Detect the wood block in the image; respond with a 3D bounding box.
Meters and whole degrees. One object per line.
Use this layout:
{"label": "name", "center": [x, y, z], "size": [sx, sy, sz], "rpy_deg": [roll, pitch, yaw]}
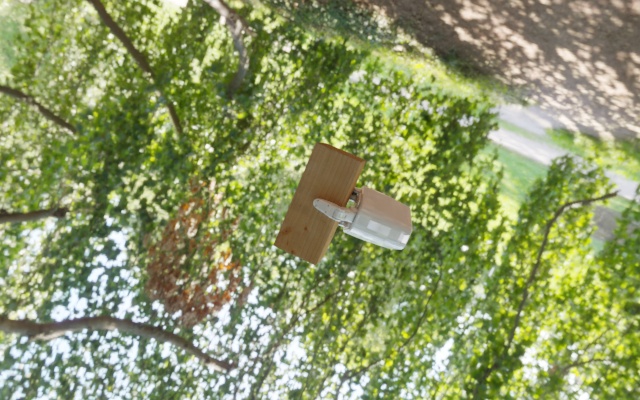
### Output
{"label": "wood block", "center": [0.000, 0.003, 0.894], "size": [0.090, 0.206, 0.091], "rpy_deg": [24, 10, 8]}
